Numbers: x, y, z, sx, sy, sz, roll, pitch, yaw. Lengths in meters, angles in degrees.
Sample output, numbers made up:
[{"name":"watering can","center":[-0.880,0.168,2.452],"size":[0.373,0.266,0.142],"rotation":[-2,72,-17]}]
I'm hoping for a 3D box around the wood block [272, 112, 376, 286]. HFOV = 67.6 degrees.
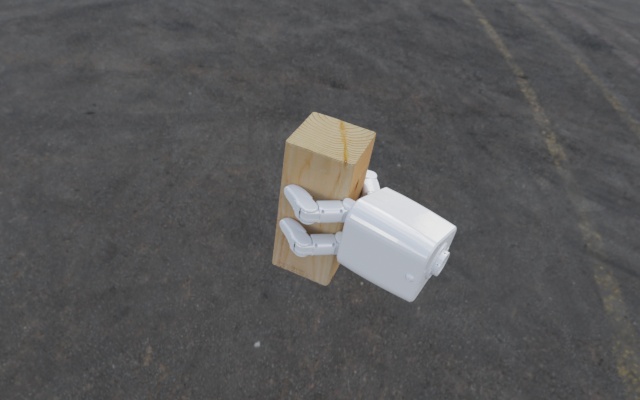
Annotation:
[{"name":"wood block","center":[0.001,0.002,0.641],"size":[0.090,0.206,0.090],"rotation":[20,39,12]}]
